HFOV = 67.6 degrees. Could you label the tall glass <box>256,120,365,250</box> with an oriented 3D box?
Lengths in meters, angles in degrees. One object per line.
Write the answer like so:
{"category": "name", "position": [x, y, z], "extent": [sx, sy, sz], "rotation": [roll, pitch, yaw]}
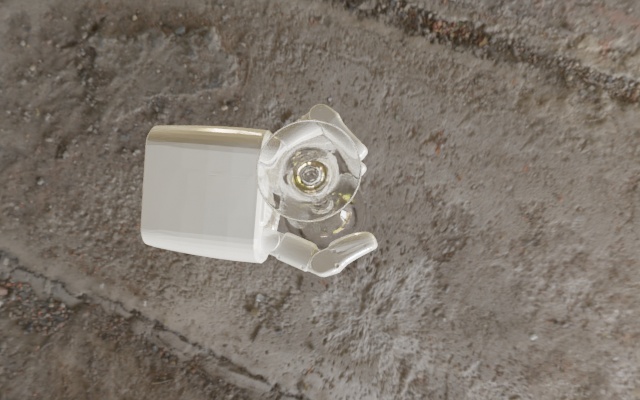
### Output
{"category": "tall glass", "position": [0.000, 0.001, 0.426], "extent": [0.079, 0.079, 0.201], "rotation": [0, -13, 5]}
